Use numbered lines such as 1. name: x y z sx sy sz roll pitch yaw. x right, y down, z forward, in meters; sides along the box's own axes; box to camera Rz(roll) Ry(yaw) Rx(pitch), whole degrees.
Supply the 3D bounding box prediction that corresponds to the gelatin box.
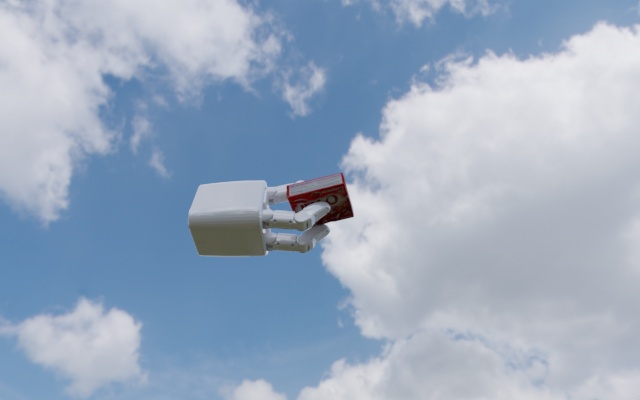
1. gelatin box: 0.000 0.002 0.723 0.089 0.073 0.030 -14 43 6
